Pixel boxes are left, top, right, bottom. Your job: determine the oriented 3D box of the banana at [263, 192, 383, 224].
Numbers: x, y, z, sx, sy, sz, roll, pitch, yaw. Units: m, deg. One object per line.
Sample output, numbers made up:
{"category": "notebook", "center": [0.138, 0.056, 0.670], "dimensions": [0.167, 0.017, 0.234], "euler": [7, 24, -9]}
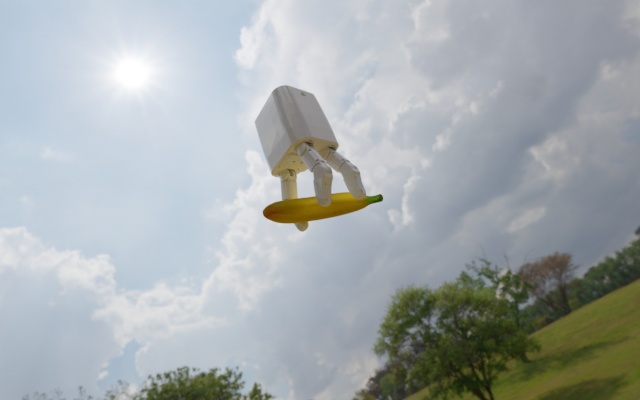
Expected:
{"category": "banana", "center": [-0.004, 0.008, 0.724], "dimensions": [0.198, 0.037, 0.070], "euler": [-9, -15, -28]}
